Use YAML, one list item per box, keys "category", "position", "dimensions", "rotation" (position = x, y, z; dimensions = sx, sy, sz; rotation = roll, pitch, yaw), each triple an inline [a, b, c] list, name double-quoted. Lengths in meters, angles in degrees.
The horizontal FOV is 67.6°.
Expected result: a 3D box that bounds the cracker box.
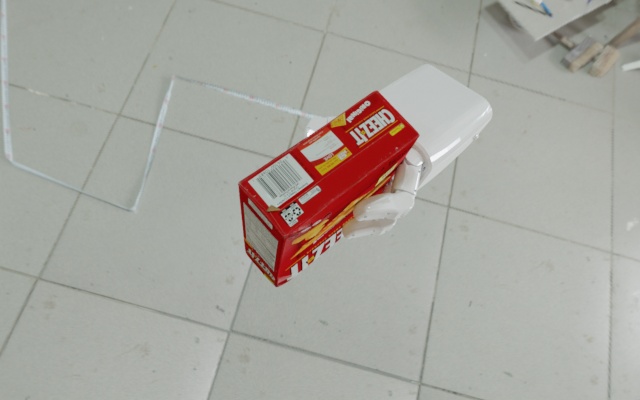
- category: "cracker box"
  position: [0.000, 0.001, 0.515]
  dimensions: [0.164, 0.072, 0.214]
  rotation: [-37, -13, -19]
